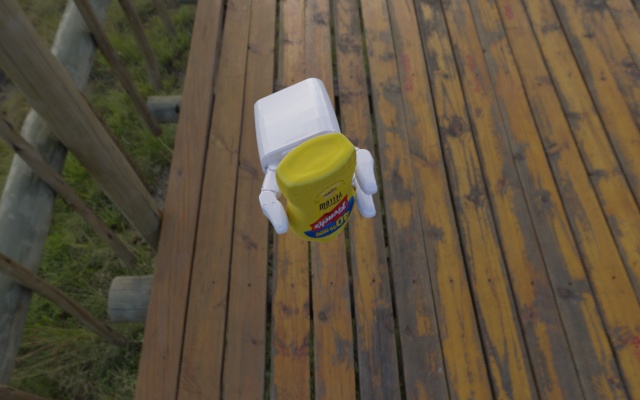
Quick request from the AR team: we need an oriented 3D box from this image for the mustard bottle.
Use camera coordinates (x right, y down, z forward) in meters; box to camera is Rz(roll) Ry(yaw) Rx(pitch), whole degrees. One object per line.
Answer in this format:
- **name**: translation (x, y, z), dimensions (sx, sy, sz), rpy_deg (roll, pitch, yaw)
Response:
- **mustard bottle**: translation (0.000, 0.002, 0.614), dimensions (0.096, 0.058, 0.192), rpy_deg (-33, -28, -16)
